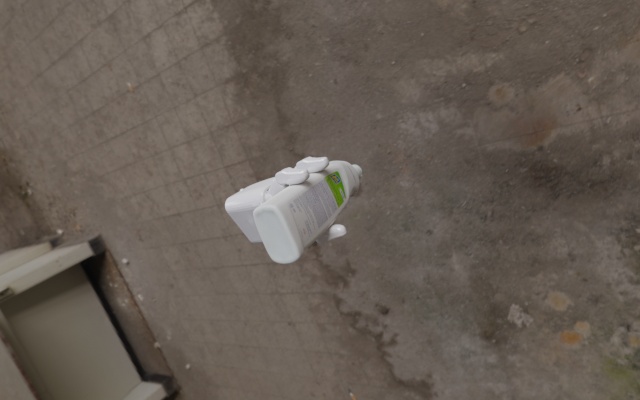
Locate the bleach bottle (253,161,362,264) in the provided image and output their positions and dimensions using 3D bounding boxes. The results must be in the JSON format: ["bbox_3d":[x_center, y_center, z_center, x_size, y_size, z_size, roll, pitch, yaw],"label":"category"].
[{"bbox_3d":[0.000,0.003,0.802,0.068,0.102,0.250,-12,15,40],"label":"bleach bottle"}]
